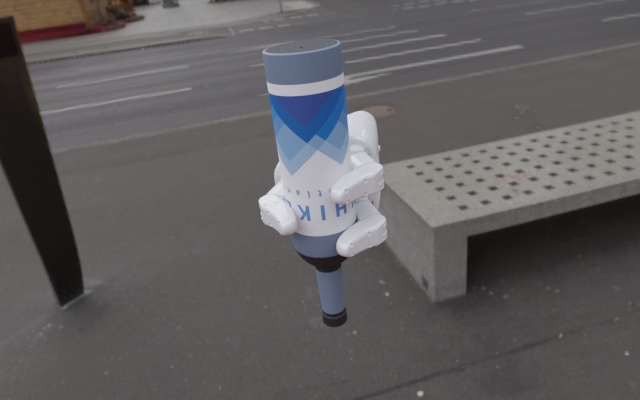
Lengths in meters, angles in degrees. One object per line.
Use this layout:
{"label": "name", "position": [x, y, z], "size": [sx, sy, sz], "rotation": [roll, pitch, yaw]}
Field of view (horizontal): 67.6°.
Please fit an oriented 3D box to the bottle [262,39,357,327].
{"label": "bottle", "position": [0.000, 0.001, 0.466], "size": [0.069, 0.296, 0.069], "rotation": [-6, 27, 3]}
